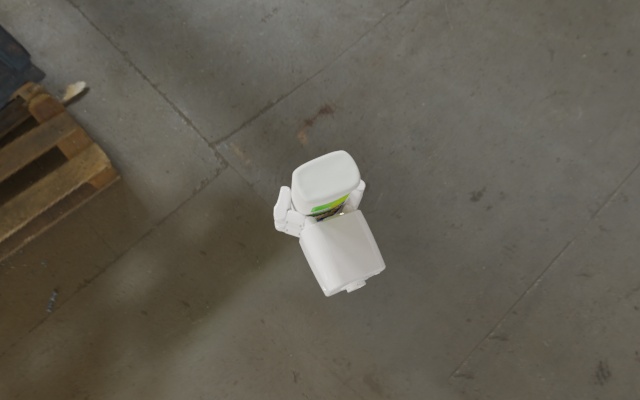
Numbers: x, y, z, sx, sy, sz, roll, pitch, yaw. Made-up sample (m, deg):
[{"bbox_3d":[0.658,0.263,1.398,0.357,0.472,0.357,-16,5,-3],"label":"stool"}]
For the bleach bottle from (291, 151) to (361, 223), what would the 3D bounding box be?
[{"bbox_3d":[0.000,0.003,0.821,0.102,0.068,0.251,-22,-15,-10],"label":"bleach bottle"}]
